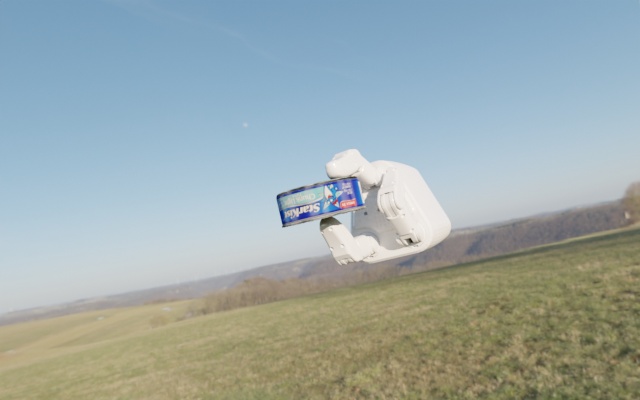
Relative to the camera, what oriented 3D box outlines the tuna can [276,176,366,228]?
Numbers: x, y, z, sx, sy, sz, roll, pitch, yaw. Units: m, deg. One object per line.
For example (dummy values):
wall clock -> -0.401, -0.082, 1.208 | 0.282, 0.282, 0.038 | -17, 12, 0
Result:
tuna can -> 0.000, 0.001, 0.473 | 0.086, 0.034, 0.086 | -13, -2, 0
